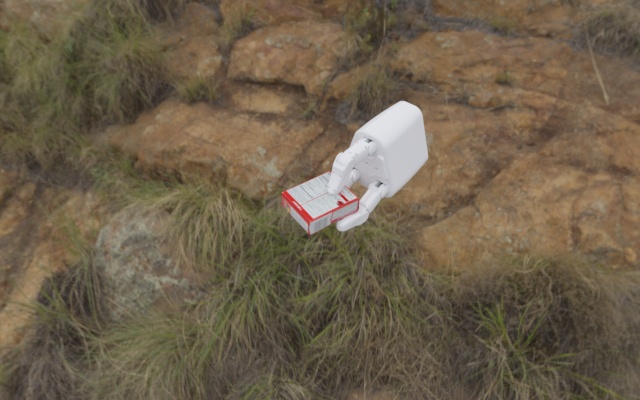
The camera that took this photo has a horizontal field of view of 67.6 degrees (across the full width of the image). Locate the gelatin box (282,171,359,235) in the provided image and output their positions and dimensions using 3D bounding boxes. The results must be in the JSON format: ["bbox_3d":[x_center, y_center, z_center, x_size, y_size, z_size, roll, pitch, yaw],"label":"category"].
[{"bbox_3d":[0.000,0.002,0.687,0.089,0.030,0.073,-25,50,-26],"label":"gelatin box"}]
